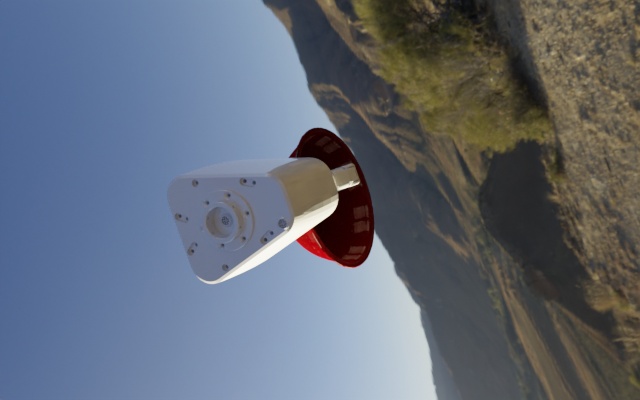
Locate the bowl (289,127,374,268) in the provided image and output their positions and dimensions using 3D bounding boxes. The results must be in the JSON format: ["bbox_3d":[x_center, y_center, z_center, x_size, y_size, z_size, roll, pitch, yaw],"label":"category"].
[{"bbox_3d":[0.000,0.002,0.546,0.055,0.162,0.162,-17,-9,31],"label":"bowl"}]
